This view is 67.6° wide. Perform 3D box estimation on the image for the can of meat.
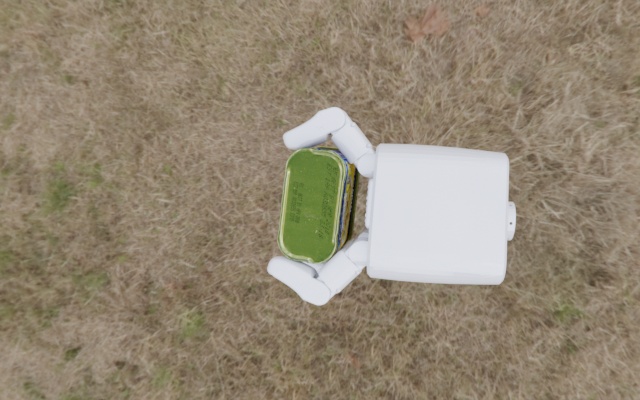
[{"bbox_3d":[0.000,0.001,0.434,0.057,0.102,0.084,7,7,10],"label":"can of meat"}]
